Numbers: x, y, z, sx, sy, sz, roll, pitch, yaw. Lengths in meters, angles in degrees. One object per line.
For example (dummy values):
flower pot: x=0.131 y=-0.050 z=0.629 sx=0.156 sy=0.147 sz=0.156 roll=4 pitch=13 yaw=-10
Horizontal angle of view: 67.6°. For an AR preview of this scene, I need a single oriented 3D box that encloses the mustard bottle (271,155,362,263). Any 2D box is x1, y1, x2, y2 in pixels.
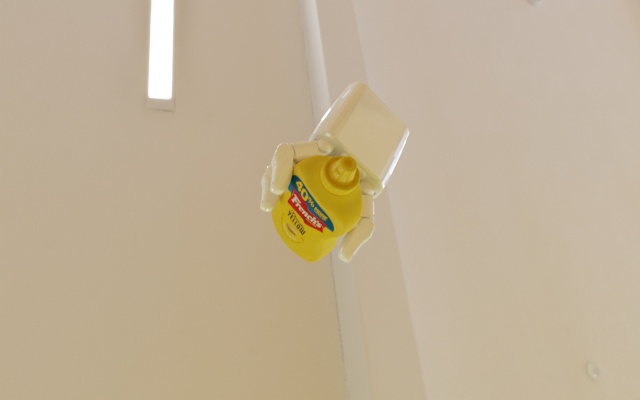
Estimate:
mustard bottle: x=0.000 y=0.002 z=0.555 sx=0.058 sy=0.096 sz=0.192 roll=-30 pitch=-11 yaw=-29
